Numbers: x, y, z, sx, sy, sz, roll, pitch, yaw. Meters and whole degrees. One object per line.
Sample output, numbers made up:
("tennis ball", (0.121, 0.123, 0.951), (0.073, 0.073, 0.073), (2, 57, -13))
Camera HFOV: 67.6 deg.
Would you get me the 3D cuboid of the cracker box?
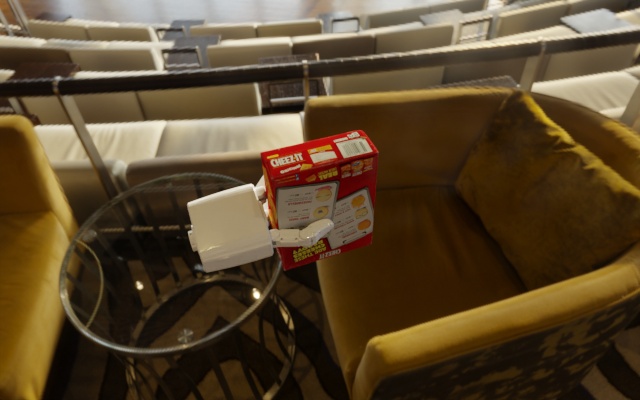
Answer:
("cracker box", (0.000, 0.003, 0.766), (0.164, 0.214, 0.072), (-15, 47, -12))
